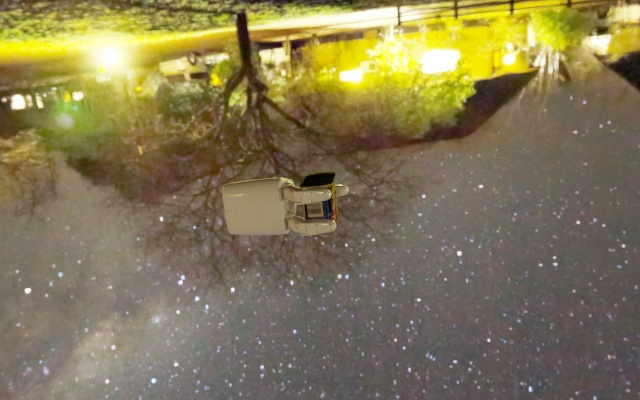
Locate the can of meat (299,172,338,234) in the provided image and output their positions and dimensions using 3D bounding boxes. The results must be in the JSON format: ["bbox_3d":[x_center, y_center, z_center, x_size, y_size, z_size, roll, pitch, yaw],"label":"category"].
[{"bbox_3d":[0.000,0.003,0.831,0.057,0.084,0.102,-4,16,7],"label":"can of meat"}]
